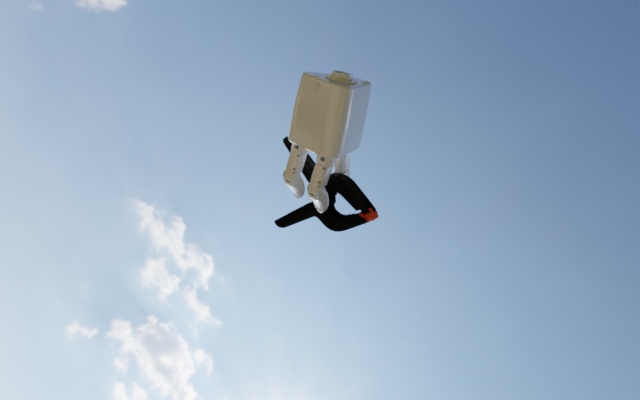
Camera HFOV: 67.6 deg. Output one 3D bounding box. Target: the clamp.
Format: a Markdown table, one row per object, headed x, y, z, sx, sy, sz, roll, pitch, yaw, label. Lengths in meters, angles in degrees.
| x | y | z | sx | sy | sz | roll | pitch | yaw | label |
| --- | --- | --- | --- | --- | --- | --- | --- | --- | --- |
| 0.001 | 0.002 | 0.784 | 0.210 | 0.165 | 0.036 | 29 | 27 | 35 | clamp |
